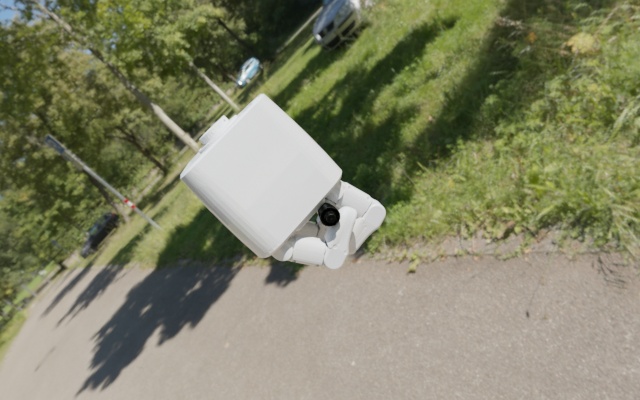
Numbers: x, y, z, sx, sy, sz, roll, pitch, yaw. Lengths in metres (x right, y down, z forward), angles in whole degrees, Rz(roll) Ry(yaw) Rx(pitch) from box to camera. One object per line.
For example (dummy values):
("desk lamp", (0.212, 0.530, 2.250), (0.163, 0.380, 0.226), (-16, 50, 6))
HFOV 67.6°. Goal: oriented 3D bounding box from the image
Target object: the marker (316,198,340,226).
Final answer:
("marker", (0.000, 0.002, 0.479), (0.020, 0.020, 0.121), (0, 14, -9))
